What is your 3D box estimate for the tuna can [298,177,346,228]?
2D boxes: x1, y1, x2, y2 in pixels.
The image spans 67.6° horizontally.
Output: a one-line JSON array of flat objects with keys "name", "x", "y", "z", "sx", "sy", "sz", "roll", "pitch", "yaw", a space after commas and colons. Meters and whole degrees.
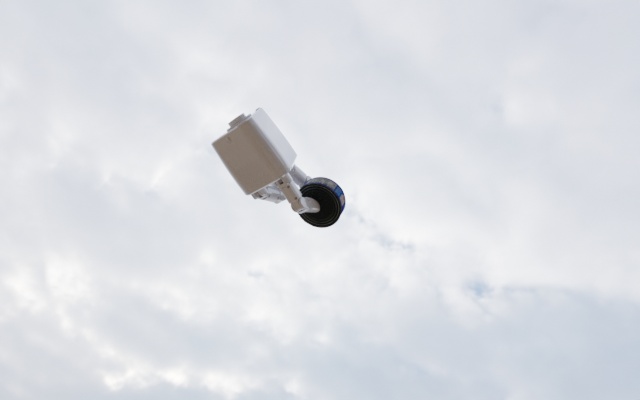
[{"name": "tuna can", "x": 0.000, "y": 0.003, "z": 0.832, "sx": 0.086, "sy": 0.086, "sz": 0.033, "roll": 0, "pitch": 26, "yaw": 21}]
